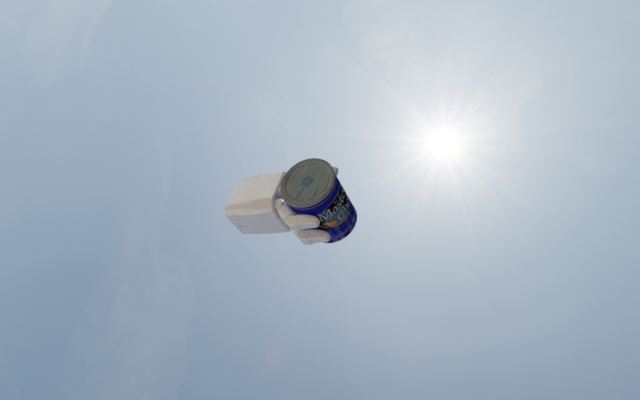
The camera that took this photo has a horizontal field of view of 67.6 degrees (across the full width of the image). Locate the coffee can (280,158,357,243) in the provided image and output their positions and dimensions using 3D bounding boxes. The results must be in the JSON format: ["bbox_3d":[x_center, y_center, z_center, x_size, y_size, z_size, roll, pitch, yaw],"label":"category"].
[{"bbox_3d":[0.000,0.003,0.892,0.103,0.102,0.140,0,-32,24],"label":"coffee can"}]
